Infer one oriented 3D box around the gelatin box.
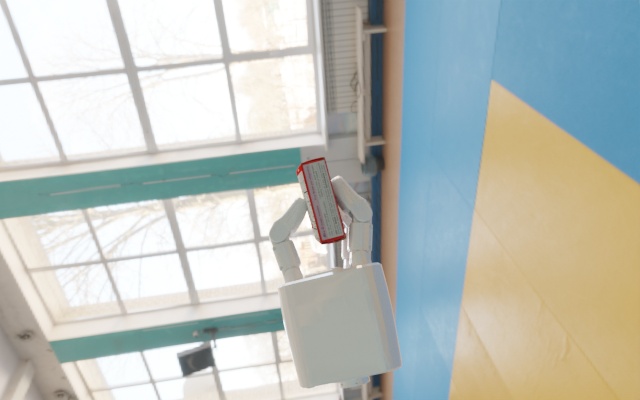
[{"bbox_3d":[0.000,0.001,0.523,0.030,0.089,0.073,-16,0,-6],"label":"gelatin box"}]
